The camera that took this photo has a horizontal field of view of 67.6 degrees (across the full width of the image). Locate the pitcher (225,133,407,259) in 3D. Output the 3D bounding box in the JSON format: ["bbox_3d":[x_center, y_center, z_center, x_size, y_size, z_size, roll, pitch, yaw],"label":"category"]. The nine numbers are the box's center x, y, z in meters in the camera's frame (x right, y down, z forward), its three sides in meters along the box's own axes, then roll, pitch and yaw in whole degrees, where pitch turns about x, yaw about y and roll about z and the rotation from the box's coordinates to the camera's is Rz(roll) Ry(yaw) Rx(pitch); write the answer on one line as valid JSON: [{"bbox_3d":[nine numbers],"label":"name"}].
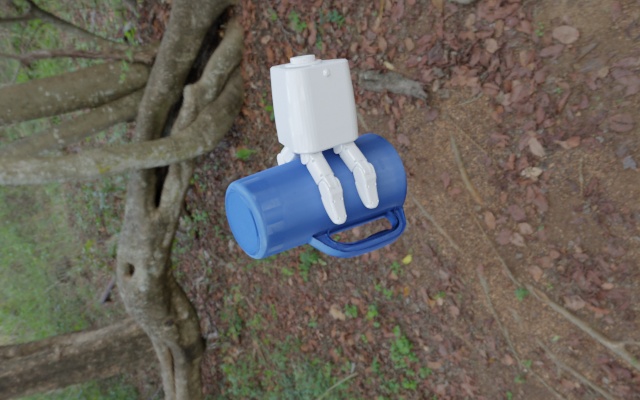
[{"bbox_3d":[0.000,0.002,0.677,0.243,0.145,0.149,-20,23,-30],"label":"pitcher"}]
